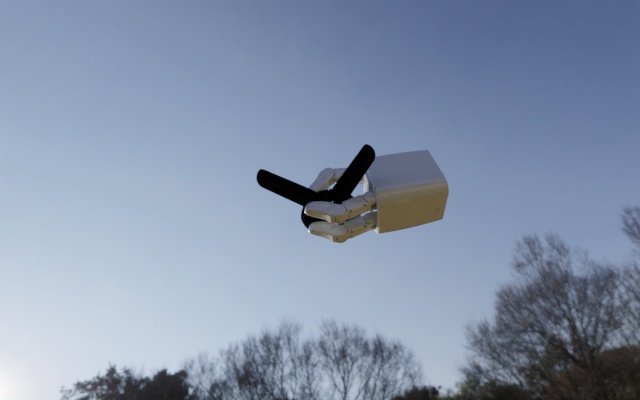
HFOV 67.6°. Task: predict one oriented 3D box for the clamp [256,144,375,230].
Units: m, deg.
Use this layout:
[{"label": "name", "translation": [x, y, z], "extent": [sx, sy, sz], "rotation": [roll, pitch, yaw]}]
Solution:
[{"label": "clamp", "translation": [0.000, 0.002, 0.717], "extent": [0.164, 0.036, 0.210], "rotation": [-8, -36, 0]}]
